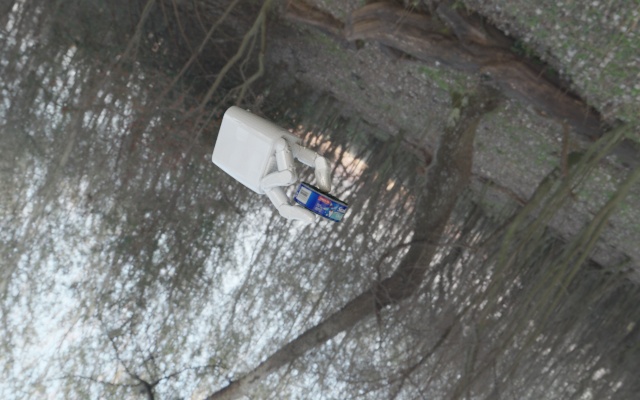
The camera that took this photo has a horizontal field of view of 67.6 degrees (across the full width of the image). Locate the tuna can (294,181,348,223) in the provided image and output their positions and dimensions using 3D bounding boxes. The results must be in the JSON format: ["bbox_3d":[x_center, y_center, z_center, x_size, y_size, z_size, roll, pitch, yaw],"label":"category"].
[{"bbox_3d":[0.000,0.003,0.774,0.086,0.034,0.086,27,5,-2],"label":"tuna can"}]
